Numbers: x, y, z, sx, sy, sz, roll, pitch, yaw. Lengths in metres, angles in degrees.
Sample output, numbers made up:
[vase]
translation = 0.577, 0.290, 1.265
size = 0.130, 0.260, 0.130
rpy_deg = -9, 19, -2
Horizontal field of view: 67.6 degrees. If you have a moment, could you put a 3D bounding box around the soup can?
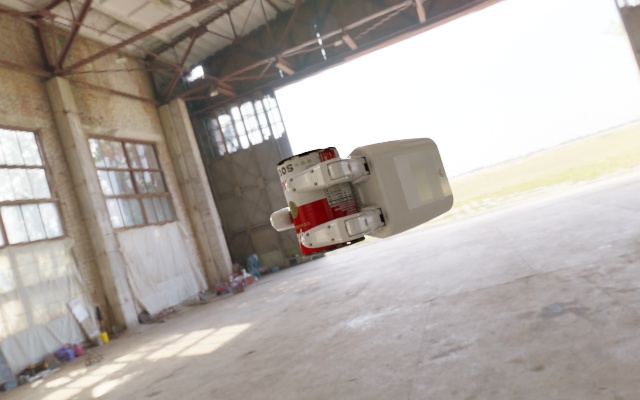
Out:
[soup can]
translation = 0.000, 0.001, 0.498
size = 0.068, 0.102, 0.068
rpy_deg = -17, -2, -1
